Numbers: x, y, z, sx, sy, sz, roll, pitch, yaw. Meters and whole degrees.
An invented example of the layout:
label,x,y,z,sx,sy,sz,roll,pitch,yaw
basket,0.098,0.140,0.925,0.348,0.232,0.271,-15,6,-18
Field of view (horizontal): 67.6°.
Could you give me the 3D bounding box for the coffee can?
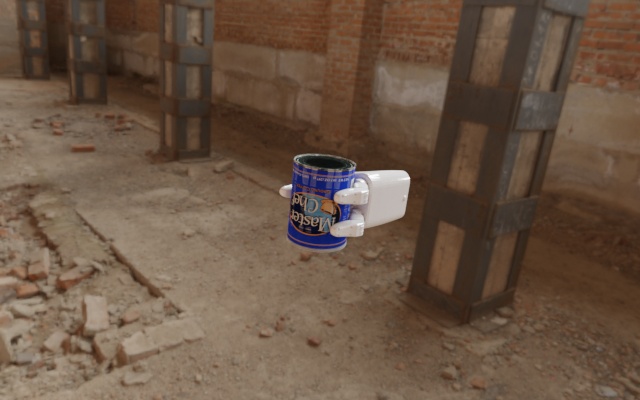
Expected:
label,x,y,z,sx,sy,sz,roll,pitch,yaw
coffee can,0.000,0.003,0.793,0.103,0.140,0.102,6,18,-2
